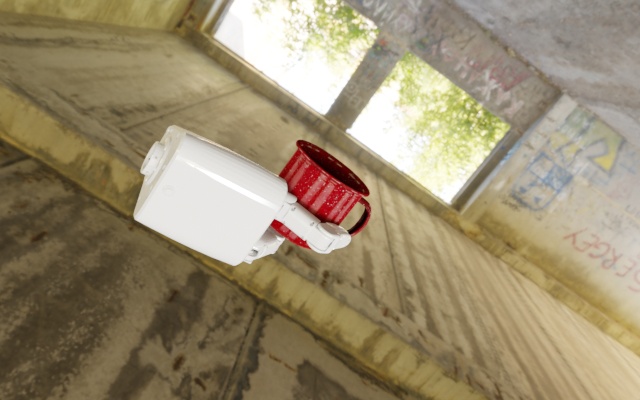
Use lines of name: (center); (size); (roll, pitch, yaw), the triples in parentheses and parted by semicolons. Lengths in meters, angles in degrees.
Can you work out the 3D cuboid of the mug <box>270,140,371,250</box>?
mug: (0.001, 0.002, 0.505); (0.117, 0.081, 0.093); (29, 17, -26)
